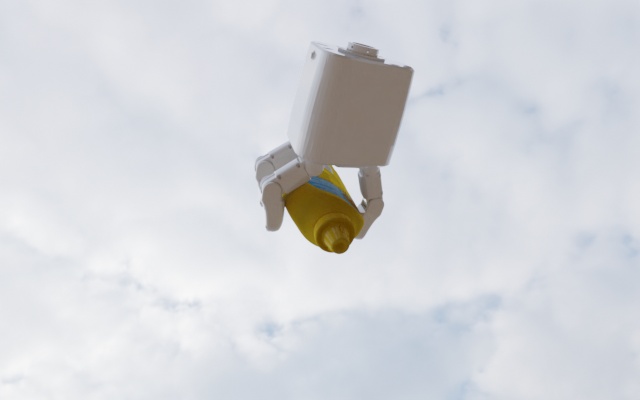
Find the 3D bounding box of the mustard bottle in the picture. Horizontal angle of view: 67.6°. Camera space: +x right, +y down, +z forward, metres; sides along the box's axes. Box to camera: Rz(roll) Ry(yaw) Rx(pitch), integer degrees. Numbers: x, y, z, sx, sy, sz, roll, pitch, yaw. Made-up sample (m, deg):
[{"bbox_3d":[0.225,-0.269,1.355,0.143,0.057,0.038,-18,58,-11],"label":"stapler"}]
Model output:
[{"bbox_3d":[0.000,0.002,0.535,0.096,0.058,0.191,32,15,-25],"label":"mustard bottle"}]
